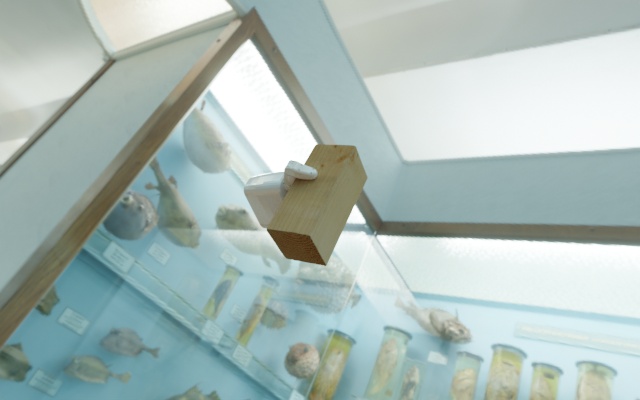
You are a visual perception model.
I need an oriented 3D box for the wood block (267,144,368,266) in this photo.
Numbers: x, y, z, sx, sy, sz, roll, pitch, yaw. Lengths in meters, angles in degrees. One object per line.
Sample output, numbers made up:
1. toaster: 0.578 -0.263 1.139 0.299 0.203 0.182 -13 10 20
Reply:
1. wood block: 0.000 0.002 0.860 0.090 0.206 0.091 6 -37 31
